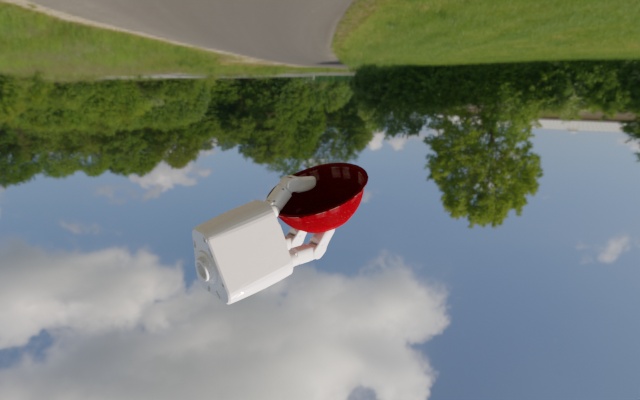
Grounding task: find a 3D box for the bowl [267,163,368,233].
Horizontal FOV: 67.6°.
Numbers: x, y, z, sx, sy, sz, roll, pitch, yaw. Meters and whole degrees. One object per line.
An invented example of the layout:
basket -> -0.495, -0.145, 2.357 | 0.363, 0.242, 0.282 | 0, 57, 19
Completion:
bowl -> 0.001, 0.002, 0.738 | 0.162, 0.055, 0.162 | -14, 28, 8
